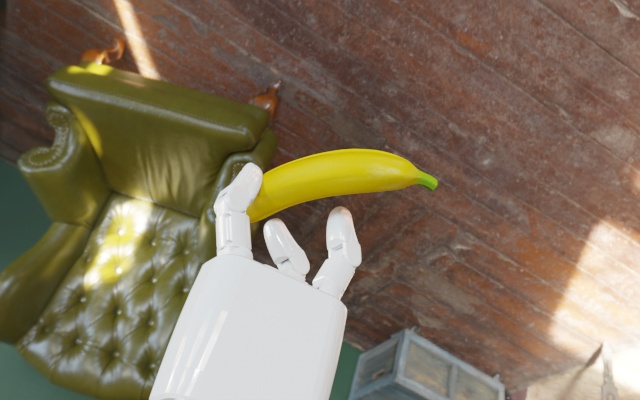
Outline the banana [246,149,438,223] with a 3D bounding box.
[{"bbox_3d":[-0.004,-0.011,0.416,0.198,0.037,0.070,-8,-42,23],"label":"banana"}]
